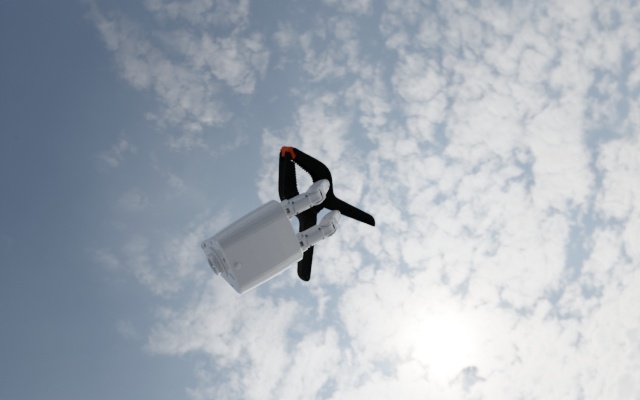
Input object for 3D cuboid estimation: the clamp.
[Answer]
[{"bbox_3d":[-0.001,0.002,0.759,0.164,0.210,0.036,-30,22,-26],"label":"clamp"}]
